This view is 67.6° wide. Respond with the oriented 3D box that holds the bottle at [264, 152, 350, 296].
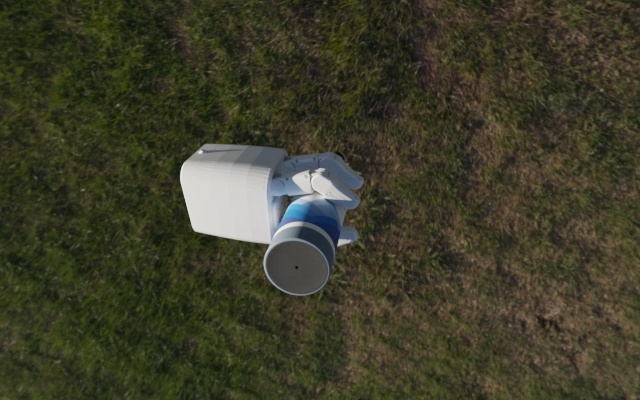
[{"bbox_3d":[0.000,0.002,0.592,0.069,0.069,0.295,0,26,10],"label":"bottle"}]
